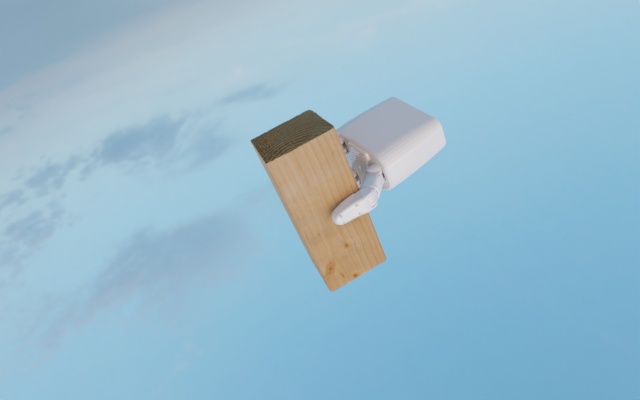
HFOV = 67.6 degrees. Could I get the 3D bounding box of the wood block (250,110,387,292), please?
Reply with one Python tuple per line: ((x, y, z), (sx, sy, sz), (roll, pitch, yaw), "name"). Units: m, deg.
((0.001, 0.002, 0.616), (0.090, 0.206, 0.090), (-29, 30, -7), "wood block")
